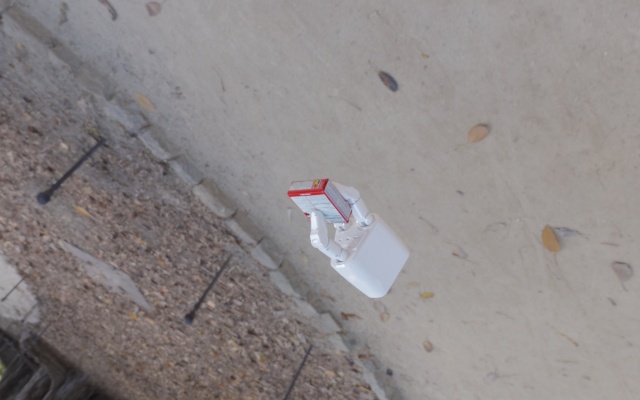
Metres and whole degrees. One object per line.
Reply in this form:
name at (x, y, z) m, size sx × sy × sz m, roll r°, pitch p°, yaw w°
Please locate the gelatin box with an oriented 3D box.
gelatin box at (0.000, 0.003, 0.782) m, size 0.073 × 0.030 × 0.089 m, roll -3°, pitch -38°, yaw 36°
